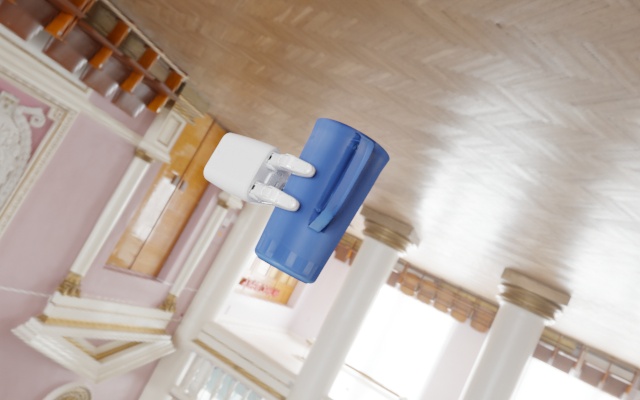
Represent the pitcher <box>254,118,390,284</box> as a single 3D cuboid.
[{"bbox_3d":[0.000,0.002,0.744,0.145,0.243,0.149,24,-8,31],"label":"pitcher"}]
